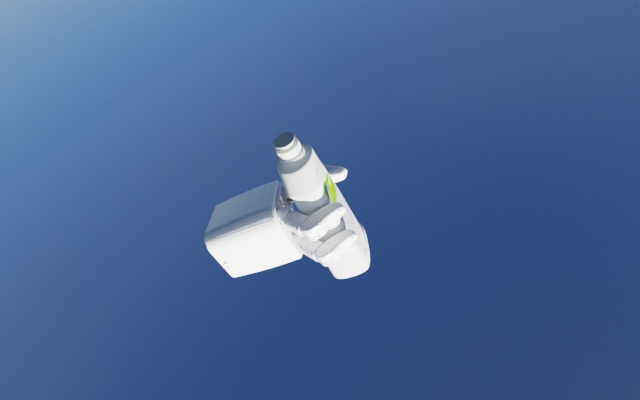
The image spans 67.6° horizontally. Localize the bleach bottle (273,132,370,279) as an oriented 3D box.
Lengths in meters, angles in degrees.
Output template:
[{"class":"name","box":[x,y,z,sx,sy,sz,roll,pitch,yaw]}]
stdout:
[{"class":"bleach bottle","box":[0.000,0.002,0.662,0.068,0.102,0.251,-19,-47,10]}]
